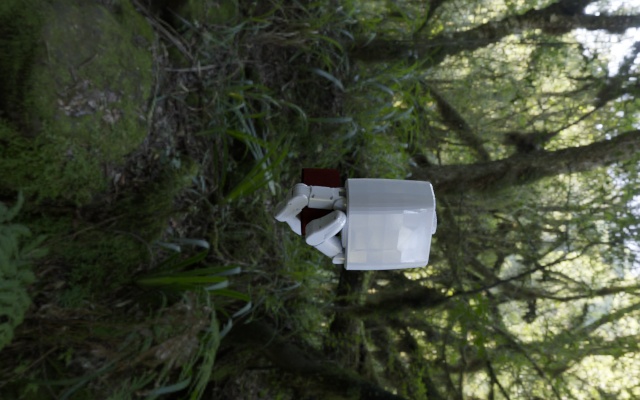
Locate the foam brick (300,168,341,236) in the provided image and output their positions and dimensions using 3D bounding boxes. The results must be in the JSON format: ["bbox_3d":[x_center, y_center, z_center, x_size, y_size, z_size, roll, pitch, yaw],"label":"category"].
[{"bbox_3d":[0.000,0.002,0.627,0.051,0.078,0.053,0,-44,0],"label":"foam brick"}]
